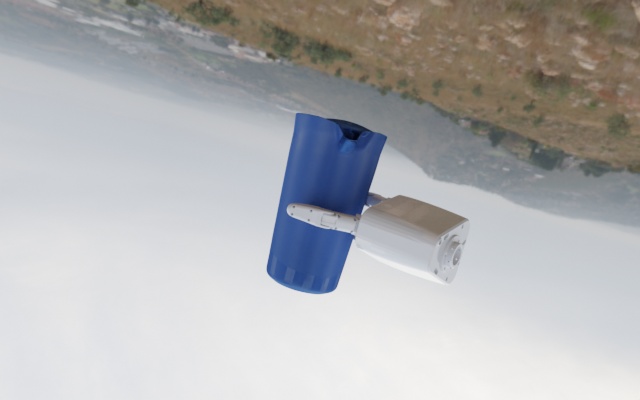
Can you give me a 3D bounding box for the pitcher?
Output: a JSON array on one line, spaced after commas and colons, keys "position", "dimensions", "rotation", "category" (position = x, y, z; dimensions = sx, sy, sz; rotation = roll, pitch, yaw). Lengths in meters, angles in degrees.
[{"position": [0.000, 0.002, 0.696], "dimensions": [0.145, 0.243, 0.149], "rotation": [19, 7, 33], "category": "pitcher"}]
